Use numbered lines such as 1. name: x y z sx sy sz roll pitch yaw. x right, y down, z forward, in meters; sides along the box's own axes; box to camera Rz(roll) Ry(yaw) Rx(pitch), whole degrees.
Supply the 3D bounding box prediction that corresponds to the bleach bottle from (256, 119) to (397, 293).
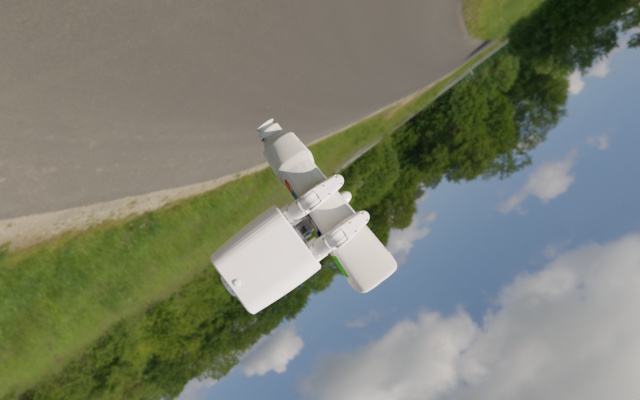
1. bleach bottle: 0.000 0.002 0.638 0.068 0.251 0.102 -36 2 -4
